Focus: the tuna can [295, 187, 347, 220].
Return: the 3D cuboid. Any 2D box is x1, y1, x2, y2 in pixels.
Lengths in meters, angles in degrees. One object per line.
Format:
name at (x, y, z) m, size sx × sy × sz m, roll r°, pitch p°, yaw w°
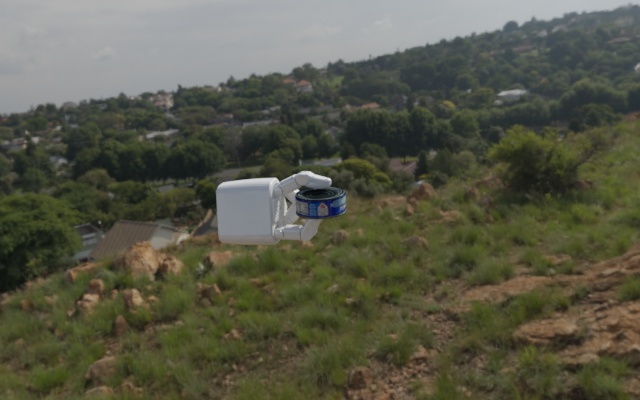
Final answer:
tuna can at (0.000, 0.002, 0.800) m, size 0.086 × 0.034 × 0.086 m, roll -3°, pitch 16°, yaw 1°
